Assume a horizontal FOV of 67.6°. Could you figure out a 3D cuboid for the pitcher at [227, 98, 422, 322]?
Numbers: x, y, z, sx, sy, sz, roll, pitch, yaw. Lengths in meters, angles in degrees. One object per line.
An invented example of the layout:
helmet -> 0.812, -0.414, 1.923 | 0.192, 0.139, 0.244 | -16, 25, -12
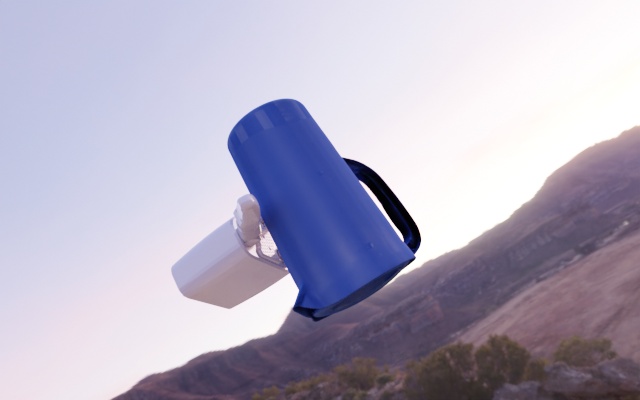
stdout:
pitcher -> 0.000, 0.002, 0.558 | 0.145, 0.242, 0.149 | -35, -16, 14
